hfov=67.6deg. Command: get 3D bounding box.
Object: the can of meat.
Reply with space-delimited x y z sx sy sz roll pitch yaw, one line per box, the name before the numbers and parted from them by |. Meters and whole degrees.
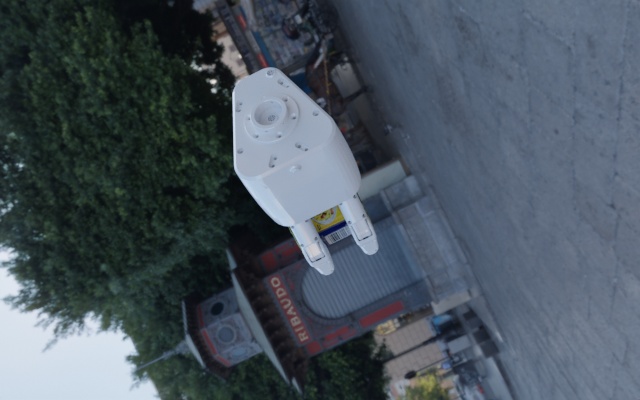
can of meat | 0.000 0.002 0.543 0.084 0.102 0.057 -26 -23 3
